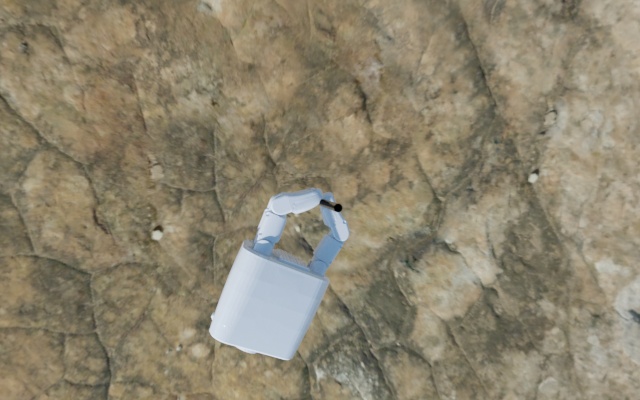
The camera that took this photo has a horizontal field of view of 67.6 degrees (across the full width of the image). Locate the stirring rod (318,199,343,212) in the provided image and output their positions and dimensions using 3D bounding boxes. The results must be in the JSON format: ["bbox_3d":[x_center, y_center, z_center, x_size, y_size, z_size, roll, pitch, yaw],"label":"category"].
[{"bbox_3d":[0.000,0.002,0.551,0.011,0.011,0.239,0,2,-8],"label":"stirring rod"}]
